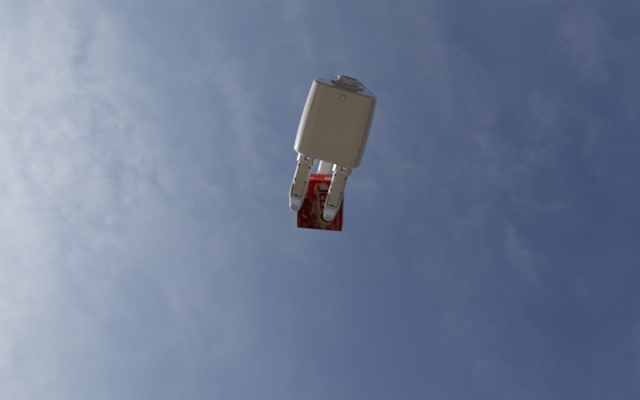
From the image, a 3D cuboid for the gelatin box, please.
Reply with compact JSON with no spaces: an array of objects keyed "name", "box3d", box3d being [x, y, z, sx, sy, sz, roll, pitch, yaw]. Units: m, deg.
[{"name":"gelatin box","box3d":[0.000,0.003,0.755,0.073,0.089,0.030,4,26,6]}]
